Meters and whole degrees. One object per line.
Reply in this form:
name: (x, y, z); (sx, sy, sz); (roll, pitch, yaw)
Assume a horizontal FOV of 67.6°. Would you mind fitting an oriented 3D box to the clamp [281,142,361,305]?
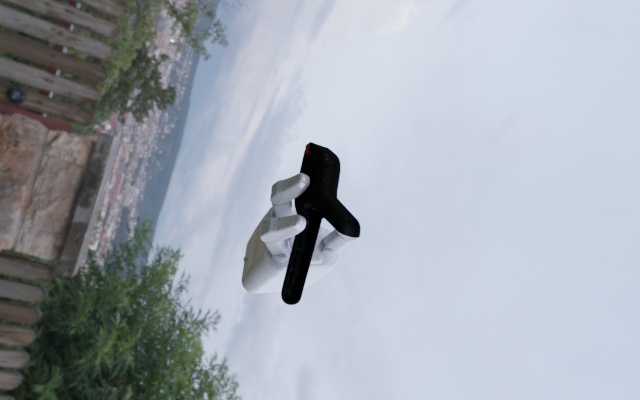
clamp: (0.001, 0.002, 0.575); (0.036, 0.209, 0.165); (18, -37, -21)
